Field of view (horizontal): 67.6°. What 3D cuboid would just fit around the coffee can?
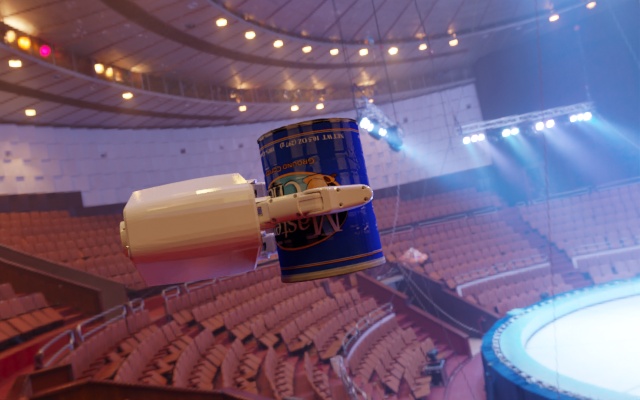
[{"bbox_3d":[0.000,0.002,0.468,0.103,0.140,0.103,-10,-4,-1],"label":"coffee can"}]
